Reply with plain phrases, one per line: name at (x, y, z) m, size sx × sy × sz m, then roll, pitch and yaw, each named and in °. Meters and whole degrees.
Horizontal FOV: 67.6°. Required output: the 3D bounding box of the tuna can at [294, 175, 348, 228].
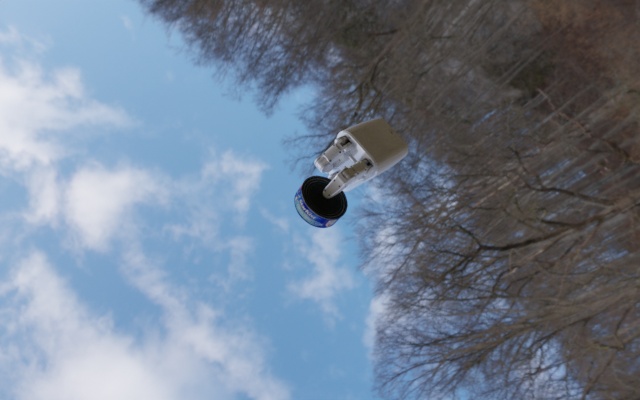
tuna can at (0.000, 0.003, 0.795) m, size 0.086 × 0.086 × 0.034 m, roll 0°, pitch -33°, yaw -33°
